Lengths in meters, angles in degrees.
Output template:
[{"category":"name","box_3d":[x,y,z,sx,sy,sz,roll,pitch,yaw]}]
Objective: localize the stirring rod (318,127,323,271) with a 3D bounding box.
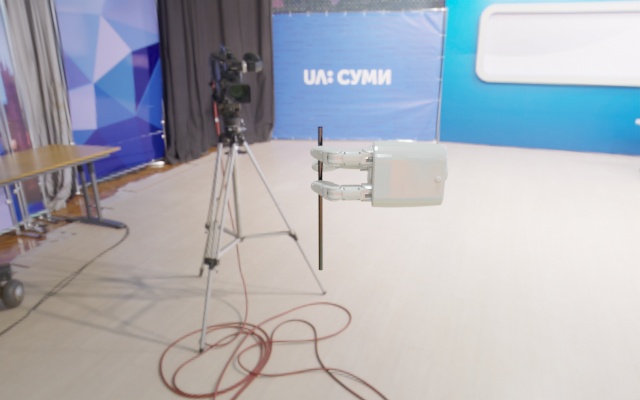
[{"category":"stirring rod","box_3d":[0.000,0.003,0.760,0.011,0.240,0.011,0,20,0]}]
